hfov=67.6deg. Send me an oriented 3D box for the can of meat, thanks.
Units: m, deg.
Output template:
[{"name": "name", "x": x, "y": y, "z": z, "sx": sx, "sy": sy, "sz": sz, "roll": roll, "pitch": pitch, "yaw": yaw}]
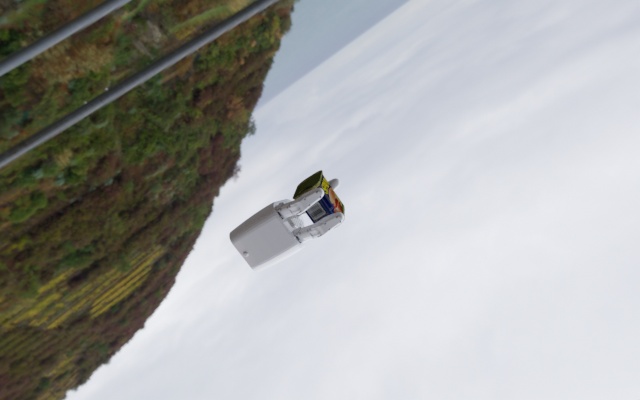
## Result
[{"name": "can of meat", "x": 0.000, "y": 0.003, "z": 0.859, "sx": 0.057, "sy": 0.084, "sz": 0.102, "roll": -32, "pitch": 13, "yaw": 13}]
